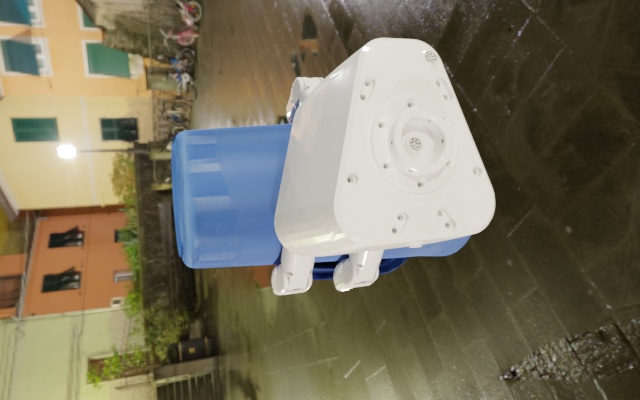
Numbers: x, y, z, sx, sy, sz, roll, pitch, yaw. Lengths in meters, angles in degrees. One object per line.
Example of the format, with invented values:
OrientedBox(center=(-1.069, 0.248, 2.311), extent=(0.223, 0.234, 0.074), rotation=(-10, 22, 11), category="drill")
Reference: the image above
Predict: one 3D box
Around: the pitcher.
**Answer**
OrientedBox(center=(0.000, 0.001, 0.417), extent=(0.243, 0.149, 0.145), rotation=(-4, -5, -20), category="pitcher")
